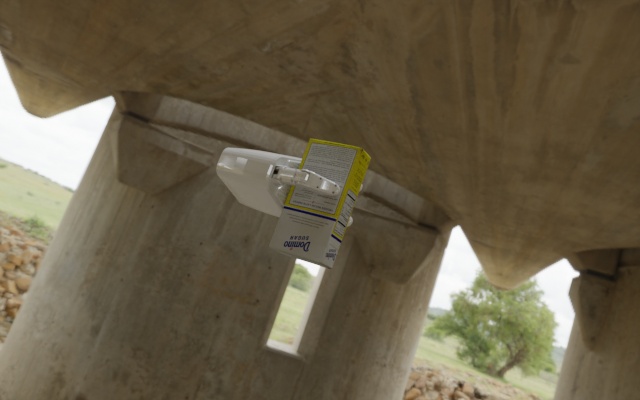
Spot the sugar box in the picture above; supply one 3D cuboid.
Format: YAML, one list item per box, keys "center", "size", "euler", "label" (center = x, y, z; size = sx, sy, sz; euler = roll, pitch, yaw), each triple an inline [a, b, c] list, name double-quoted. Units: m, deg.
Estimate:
- center: [0.000, 0.002, 0.693]
  size: [0.093, 0.176, 0.048]
  euler: [14, -11, 31]
  label: "sugar box"
